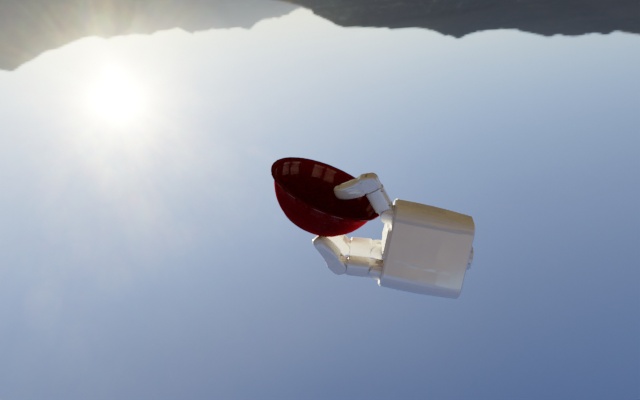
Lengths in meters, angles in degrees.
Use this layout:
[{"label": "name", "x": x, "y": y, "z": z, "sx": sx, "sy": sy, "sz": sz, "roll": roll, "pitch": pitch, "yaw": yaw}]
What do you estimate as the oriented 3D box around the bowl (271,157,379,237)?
[{"label": "bowl", "x": -0.001, "y": 0.002, "z": 0.659, "sx": 0.162, "sy": 0.055, "sz": 0.162, "roll": 19, "pitch": 25, "yaw": -10}]
